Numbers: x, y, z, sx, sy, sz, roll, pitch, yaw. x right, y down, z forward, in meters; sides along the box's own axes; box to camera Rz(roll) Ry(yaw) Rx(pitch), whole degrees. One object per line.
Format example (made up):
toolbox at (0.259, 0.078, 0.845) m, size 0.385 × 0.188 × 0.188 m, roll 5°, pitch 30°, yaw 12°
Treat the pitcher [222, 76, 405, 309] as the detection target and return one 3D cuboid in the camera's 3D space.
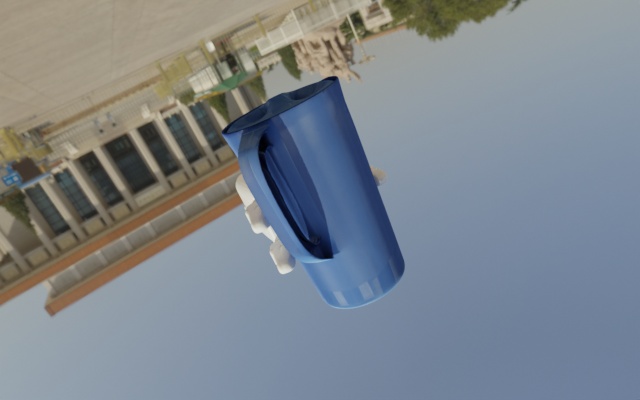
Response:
pitcher at (0.000, 0.002, 0.524) m, size 0.149 × 0.243 × 0.145 m, roll -32°, pitch 20°, yaw -17°
